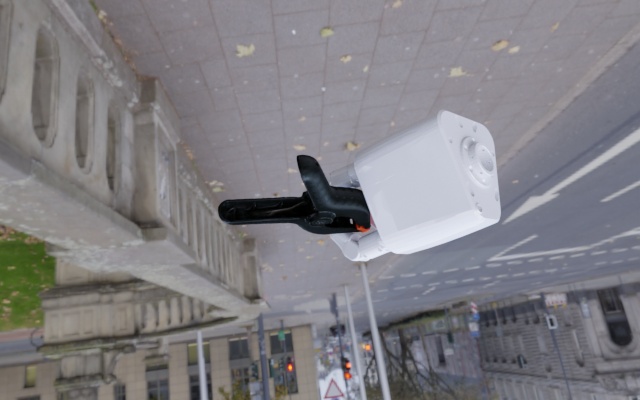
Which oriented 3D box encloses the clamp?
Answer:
[{"bbox_3d":[0.000,0.002,0.472,0.171,0.039,0.120,8,-23,-40],"label":"clamp"}]
